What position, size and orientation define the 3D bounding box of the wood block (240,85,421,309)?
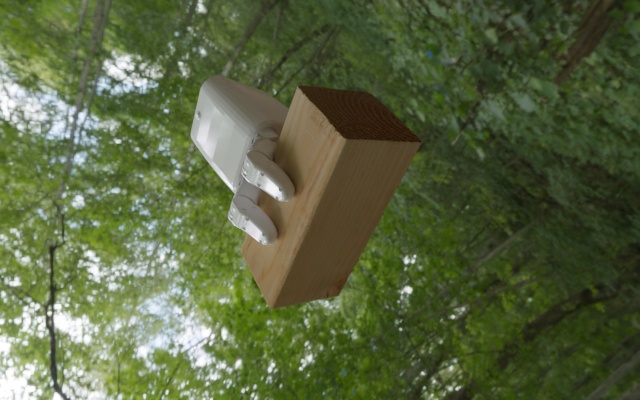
[{"bbox_3d":[0.000,0.001,0.478,0.091,0.206,0.090,-4,42,-35],"label":"wood block"}]
